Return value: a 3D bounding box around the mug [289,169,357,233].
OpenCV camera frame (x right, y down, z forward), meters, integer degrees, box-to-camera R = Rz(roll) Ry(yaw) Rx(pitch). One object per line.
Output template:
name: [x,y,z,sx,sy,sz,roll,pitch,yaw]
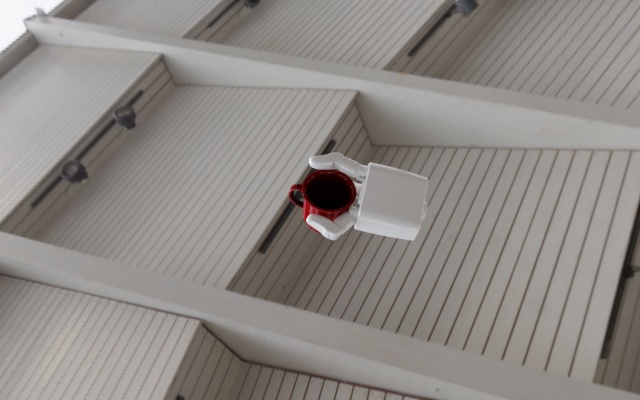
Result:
mug: [-0.001,0.003,0.842,0.117,0.093,0.082,13,-36,3]
